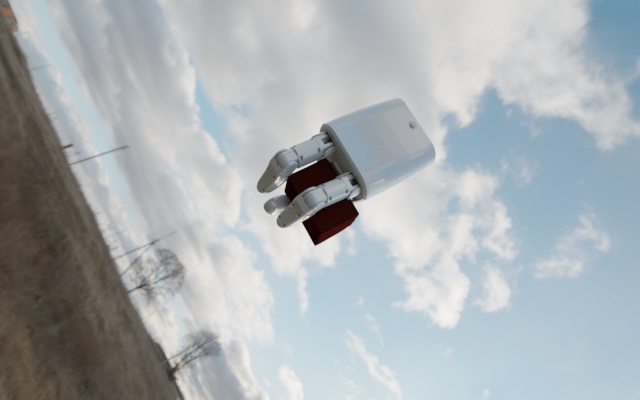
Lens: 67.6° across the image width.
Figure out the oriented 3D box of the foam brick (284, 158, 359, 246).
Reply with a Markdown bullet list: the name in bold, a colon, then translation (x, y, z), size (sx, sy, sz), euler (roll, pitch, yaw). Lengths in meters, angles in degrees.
- **foam brick**: translation (0.000, 0.002, 0.544), size (0.051, 0.078, 0.053), euler (-26, -13, -17)
